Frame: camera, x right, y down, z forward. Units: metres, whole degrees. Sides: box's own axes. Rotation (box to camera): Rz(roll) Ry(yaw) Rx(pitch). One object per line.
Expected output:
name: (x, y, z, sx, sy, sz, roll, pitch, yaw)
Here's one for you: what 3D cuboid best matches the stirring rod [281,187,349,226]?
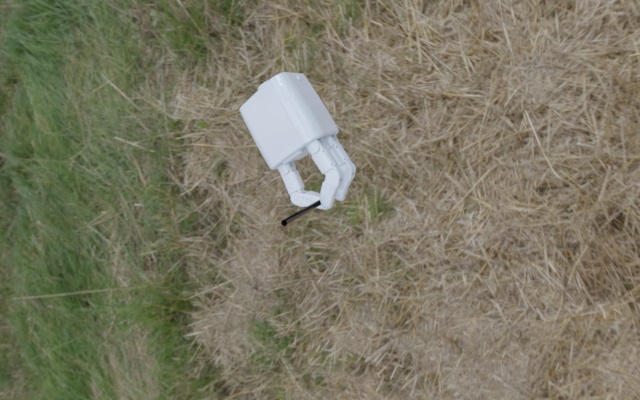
stirring rod: (0.000, 0.002, 0.689, 0.011, 0.011, 0.239, 0, 12, 22)
